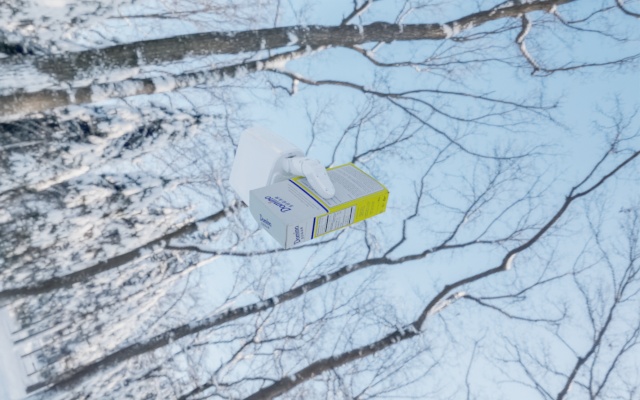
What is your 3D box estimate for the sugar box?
[{"bbox_3d":[0.000,0.003,0.657,0.176,0.048,0.093,-19,41,-32],"label":"sugar box"}]
